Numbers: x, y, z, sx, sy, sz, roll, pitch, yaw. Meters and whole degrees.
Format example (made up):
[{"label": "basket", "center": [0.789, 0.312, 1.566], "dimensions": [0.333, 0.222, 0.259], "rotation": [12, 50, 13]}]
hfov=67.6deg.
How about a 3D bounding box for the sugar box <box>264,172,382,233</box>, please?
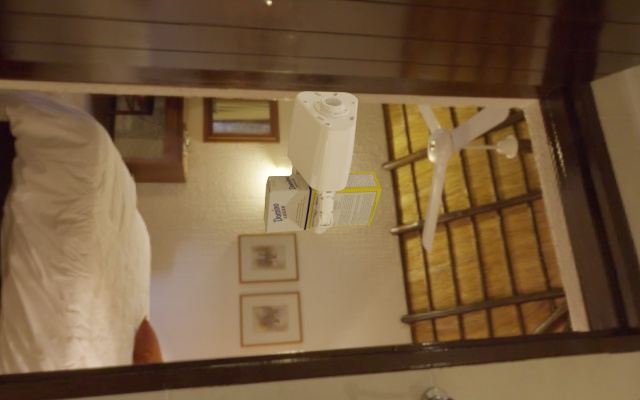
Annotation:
[{"label": "sugar box", "center": [0.000, 0.002, 0.761], "dimensions": [0.176, 0.093, 0.048], "rotation": [0, 44, -12]}]
